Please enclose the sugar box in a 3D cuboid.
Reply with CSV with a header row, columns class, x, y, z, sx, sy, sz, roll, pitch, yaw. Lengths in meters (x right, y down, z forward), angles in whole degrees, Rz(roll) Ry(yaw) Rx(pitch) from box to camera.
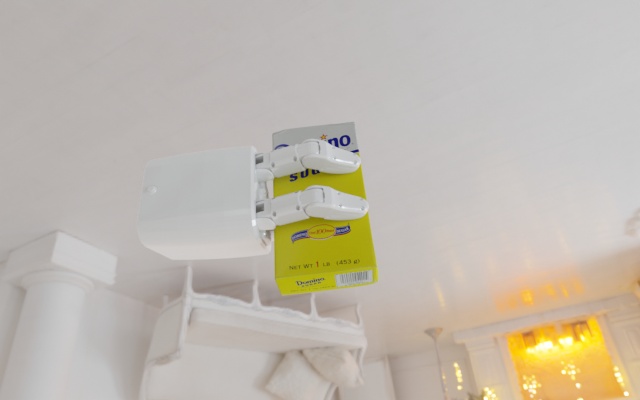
class,x,y,z,sx,sy,sz,roll,pitch,yaw
sugar box,0.000,0.001,0.477,0.093,0.176,0.048,-7,-32,1
